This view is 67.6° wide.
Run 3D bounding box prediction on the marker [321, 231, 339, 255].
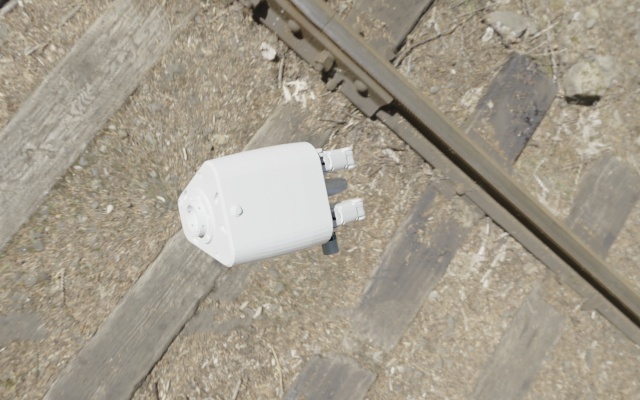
[{"bbox_3d":[0.000,0.002,0.546,0.020,0.121,0.020,-12,3,1],"label":"marker"}]
